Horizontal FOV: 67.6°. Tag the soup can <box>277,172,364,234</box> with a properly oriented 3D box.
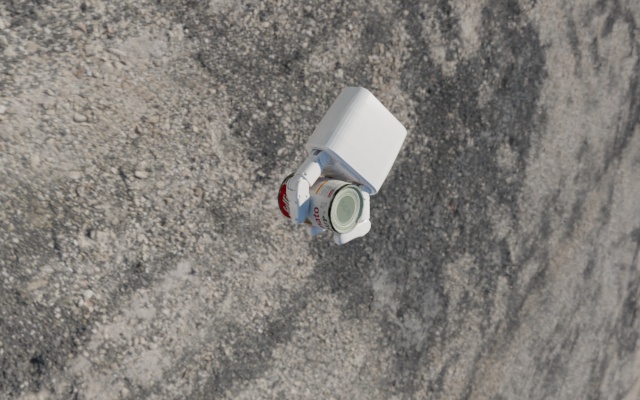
[{"bbox_3d":[0.000,0.003,0.647,0.102,0.068,0.068,15,10,43],"label":"soup can"}]
